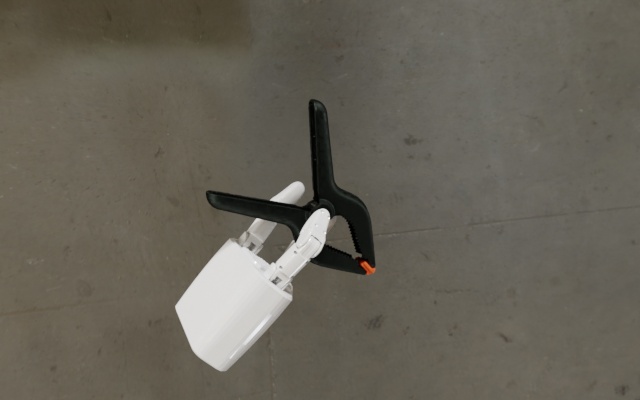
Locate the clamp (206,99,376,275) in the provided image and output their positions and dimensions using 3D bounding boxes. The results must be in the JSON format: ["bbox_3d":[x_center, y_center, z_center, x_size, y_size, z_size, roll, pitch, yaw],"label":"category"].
[{"bbox_3d":[0.001,0.002,0.549,0.210,0.164,0.036,42,0,-18],"label":"clamp"}]
